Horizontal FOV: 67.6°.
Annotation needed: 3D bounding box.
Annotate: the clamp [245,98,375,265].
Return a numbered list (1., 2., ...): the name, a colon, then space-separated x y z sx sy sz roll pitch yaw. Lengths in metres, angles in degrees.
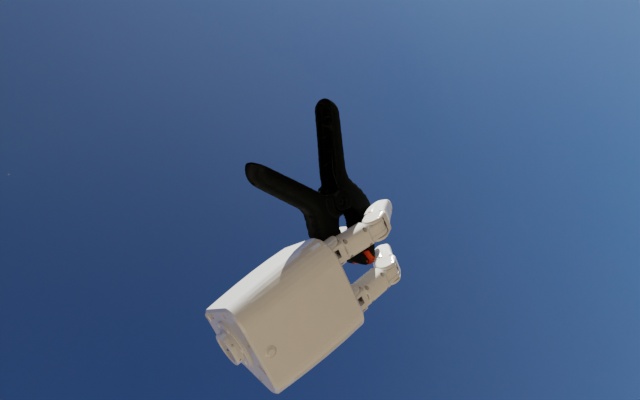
1. clamp: 0.000 0.002 0.460 0.120 0.171 0.039 -34 20 -29
